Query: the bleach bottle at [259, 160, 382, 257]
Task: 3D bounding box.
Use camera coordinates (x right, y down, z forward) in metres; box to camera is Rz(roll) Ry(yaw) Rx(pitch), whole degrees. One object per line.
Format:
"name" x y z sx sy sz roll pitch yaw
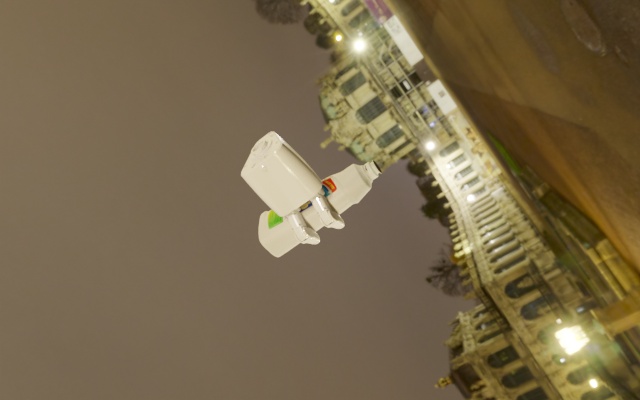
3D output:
"bleach bottle" 0.000 0.003 0.879 0.251 0.068 0.102 -34 28 18
